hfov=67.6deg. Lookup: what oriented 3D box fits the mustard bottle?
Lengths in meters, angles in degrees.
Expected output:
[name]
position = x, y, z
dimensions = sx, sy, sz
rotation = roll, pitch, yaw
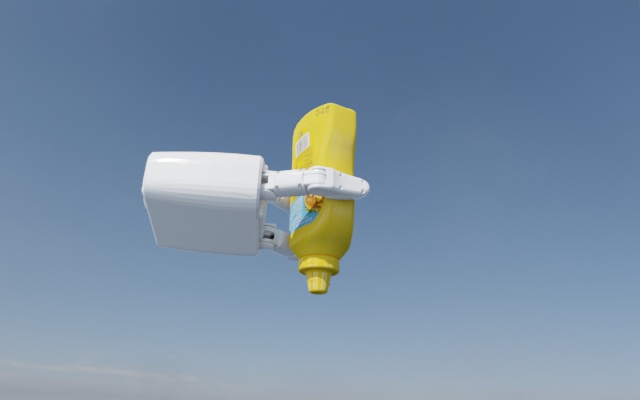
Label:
[mustard bottle]
position = 0.000, 0.001, 0.500
dimensions = 0.058, 0.191, 0.096
rotation = 14, -26, -26
